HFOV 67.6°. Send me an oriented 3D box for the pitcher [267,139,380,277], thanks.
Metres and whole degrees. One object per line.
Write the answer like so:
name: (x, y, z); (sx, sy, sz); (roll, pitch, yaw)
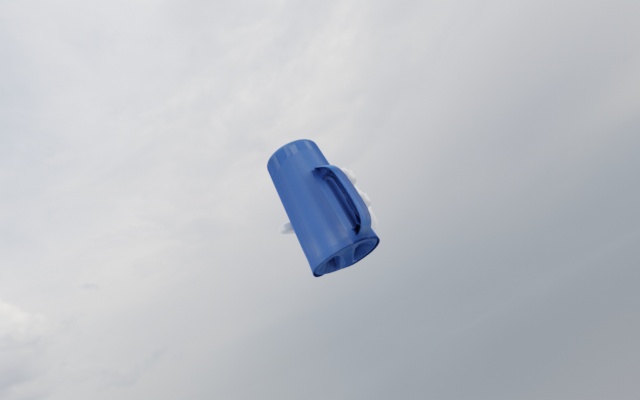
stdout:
pitcher: (0.000, 0.003, 0.873); (0.149, 0.242, 0.145); (-33, -22, 10)
